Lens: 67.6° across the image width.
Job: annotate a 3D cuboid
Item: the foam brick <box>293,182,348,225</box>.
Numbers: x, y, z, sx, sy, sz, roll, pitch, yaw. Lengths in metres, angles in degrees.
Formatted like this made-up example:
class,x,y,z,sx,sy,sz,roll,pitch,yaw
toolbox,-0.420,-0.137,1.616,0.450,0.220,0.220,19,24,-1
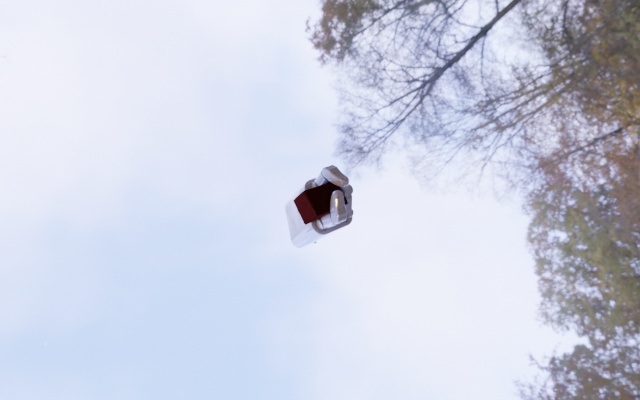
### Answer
class,x,y,z,sx,sy,sz,roll,pitch,yaw
foam brick,0.000,0.003,0.874,0.078,0.053,0.051,-20,-10,-35
